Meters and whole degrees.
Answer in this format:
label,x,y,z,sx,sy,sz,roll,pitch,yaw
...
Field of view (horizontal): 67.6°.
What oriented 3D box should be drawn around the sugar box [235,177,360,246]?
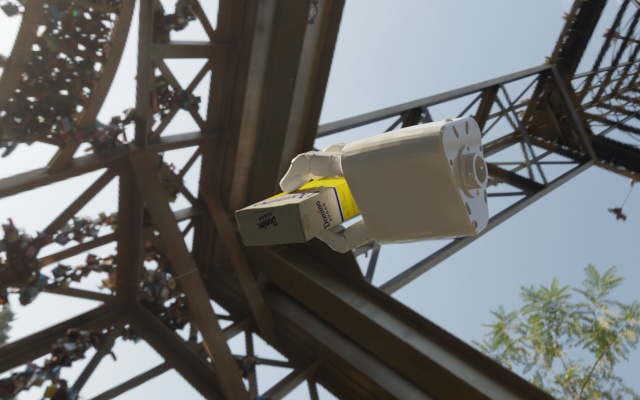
label,x,y,z,sx,sy,sz,roll,pitch,yaw
sugar box,0.000,0.001,0.541,0.093,0.048,0.176,-8,8,40
